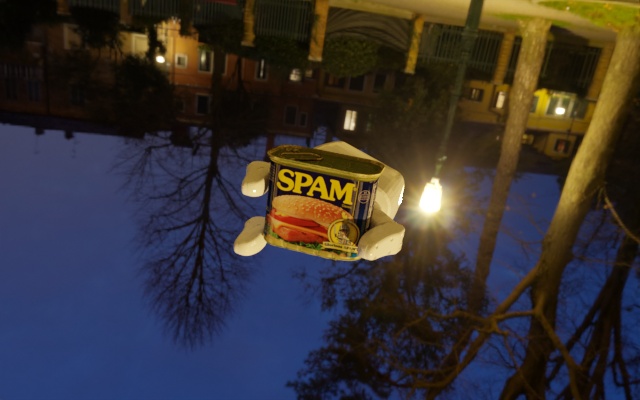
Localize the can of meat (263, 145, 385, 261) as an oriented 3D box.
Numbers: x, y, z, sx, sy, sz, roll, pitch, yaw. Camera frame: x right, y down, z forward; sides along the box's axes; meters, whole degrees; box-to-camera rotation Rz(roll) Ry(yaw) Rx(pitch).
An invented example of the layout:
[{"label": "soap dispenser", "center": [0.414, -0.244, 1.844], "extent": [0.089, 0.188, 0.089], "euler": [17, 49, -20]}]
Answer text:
[{"label": "can of meat", "center": [0.000, 0.002, 0.435], "extent": [0.102, 0.084, 0.057], "euler": [12, 20, 12]}]
